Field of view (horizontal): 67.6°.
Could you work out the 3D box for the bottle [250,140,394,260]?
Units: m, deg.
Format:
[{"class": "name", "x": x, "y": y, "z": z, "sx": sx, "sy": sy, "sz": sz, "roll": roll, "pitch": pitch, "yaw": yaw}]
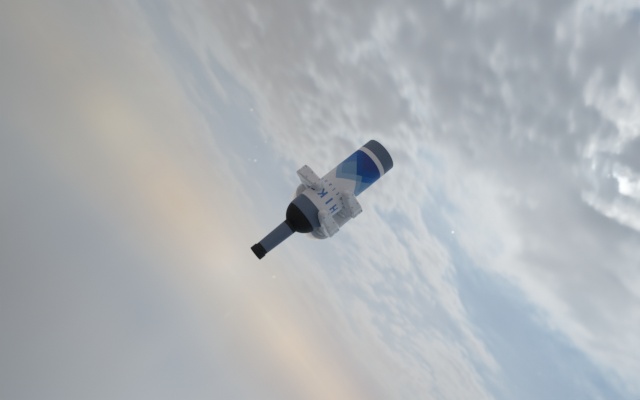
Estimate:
[{"class": "bottle", "x": 0.000, "y": 0.003, "z": 0.850, "sx": 0.295, "sy": 0.069, "sz": 0.069, "roll": -38, "pitch": 10, "yaw": -13}]
